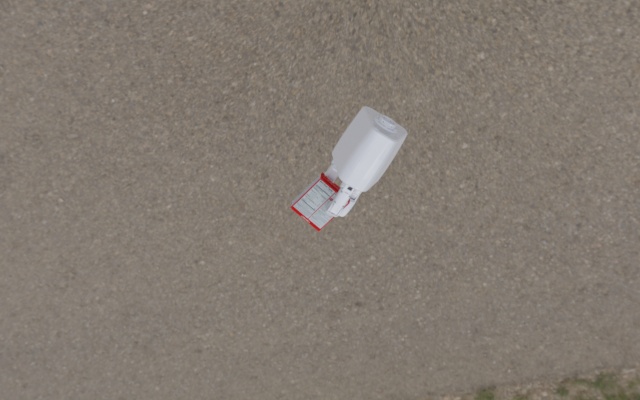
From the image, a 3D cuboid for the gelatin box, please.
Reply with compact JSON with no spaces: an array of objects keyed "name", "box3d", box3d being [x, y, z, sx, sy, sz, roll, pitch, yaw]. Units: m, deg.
[{"name":"gelatin box","box3d":[0.000,0.003,0.886,0.073,0.089,0.030,40,22,-15]}]
